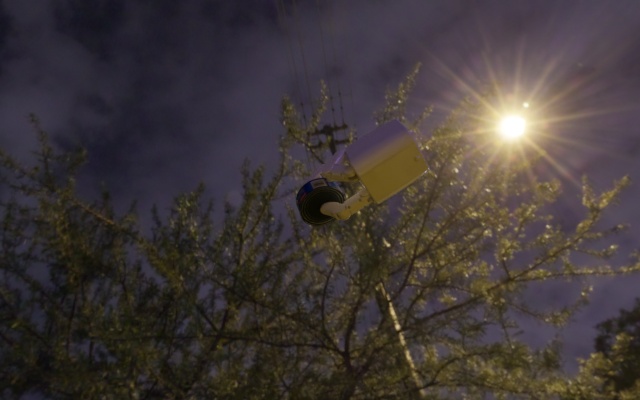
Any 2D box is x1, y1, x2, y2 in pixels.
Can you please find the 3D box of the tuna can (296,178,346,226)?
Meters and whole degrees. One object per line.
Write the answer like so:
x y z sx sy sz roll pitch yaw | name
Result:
0.000 0.002 0.853 0.086 0.086 0.033 0 35 -20 | tuna can
